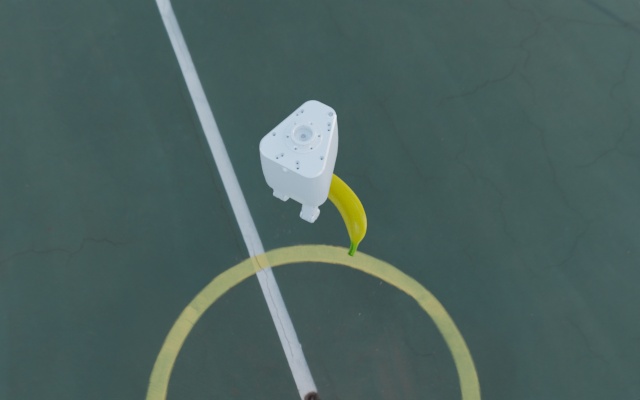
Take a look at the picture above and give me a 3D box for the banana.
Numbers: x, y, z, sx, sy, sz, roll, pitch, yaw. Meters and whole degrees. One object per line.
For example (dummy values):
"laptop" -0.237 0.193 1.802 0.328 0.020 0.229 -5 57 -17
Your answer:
"banana" 0.017 -0.006 0.791 0.069 0.197 0.037 -36 -14 -8
